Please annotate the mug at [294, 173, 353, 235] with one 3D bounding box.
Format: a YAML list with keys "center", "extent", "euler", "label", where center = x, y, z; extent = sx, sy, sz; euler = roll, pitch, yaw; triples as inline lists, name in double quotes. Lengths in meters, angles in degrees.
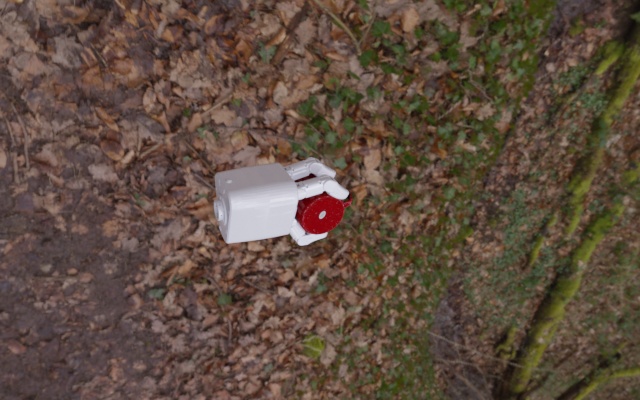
- center: [0.002, 0.003, 0.823]
  extent: [0.117, 0.093, 0.081]
  euler: [-11, 37, -22]
  label: "mug"
